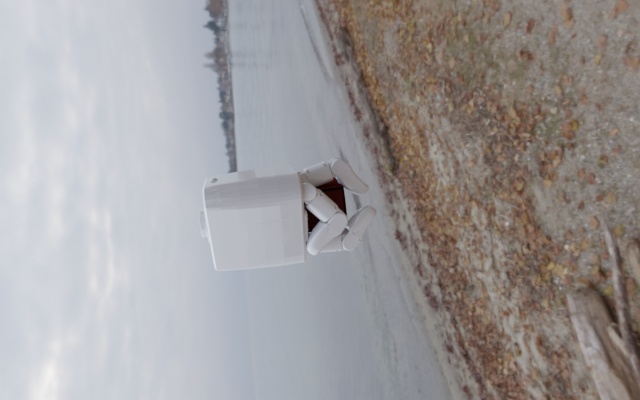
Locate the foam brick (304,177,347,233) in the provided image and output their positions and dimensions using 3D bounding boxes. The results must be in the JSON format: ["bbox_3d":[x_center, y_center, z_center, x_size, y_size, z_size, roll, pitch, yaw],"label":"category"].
[{"bbox_3d":[0.000,0.002,0.611,0.051,0.053,0.078,-9,15,-7],"label":"foam brick"}]
